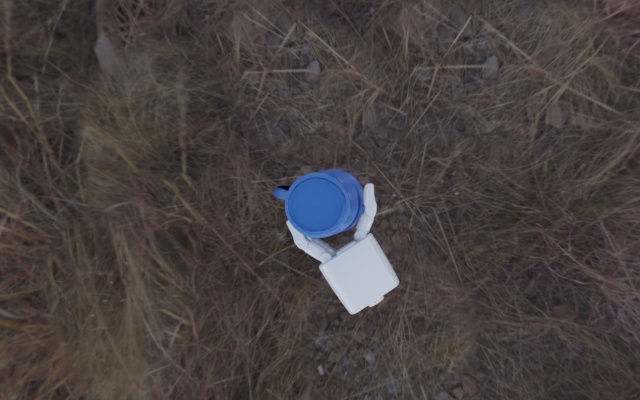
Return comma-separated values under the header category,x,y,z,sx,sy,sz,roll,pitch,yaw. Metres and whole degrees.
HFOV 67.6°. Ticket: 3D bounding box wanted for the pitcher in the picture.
category,x,y,z,sx,sy,sz,roll,pitch,yaw
pitcher,0.000,0.003,0.885,0.149,0.145,0.243,-31,-3,8
